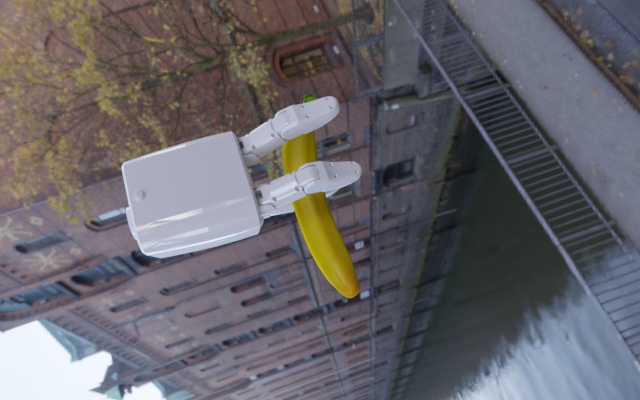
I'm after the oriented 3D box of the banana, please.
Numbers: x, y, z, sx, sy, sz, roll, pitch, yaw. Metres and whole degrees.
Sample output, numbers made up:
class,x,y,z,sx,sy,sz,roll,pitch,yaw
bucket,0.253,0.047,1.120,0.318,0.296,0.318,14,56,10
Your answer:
class,x,y,z,sx,sy,sz,roll,pitch,yaw
banana,-0.006,0.001,0.478,0.037,0.198,0.069,-13,-4,-17
